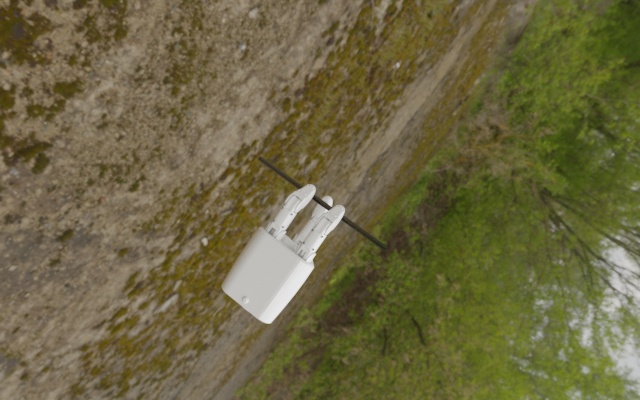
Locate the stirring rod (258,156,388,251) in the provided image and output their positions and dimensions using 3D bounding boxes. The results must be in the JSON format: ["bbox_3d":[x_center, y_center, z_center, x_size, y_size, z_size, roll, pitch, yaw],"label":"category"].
[{"bbox_3d":[0.000,0.002,0.720,0.239,0.011,0.011,36,9,12],"label":"stirring rod"}]
